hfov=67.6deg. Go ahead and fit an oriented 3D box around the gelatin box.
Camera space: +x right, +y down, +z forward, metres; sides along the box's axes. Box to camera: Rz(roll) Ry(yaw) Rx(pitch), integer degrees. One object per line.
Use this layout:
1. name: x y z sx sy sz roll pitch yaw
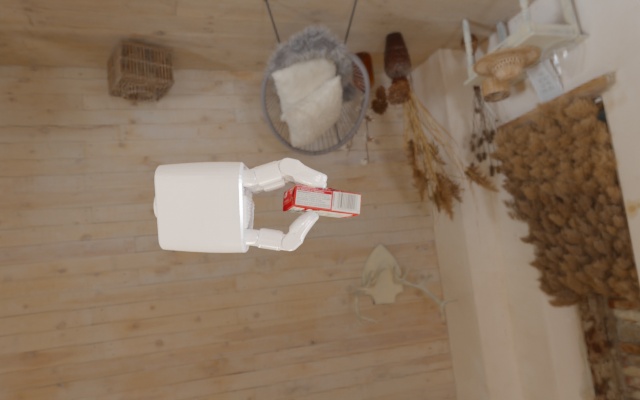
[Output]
1. gelatin box: 0.000 0.003 0.619 0.089 0.030 0.073 8 -7 -12
